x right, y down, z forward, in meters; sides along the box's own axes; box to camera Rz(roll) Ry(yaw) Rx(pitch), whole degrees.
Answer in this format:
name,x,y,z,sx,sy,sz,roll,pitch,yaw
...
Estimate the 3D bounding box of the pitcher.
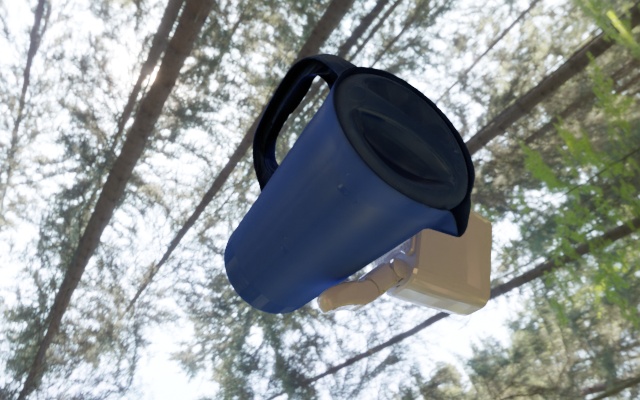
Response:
name,x,y,z,sx,sy,sz,roll,pitch,yaw
pitcher,0.000,0.002,0.432,0.145,0.149,0.243,19,-42,-26
